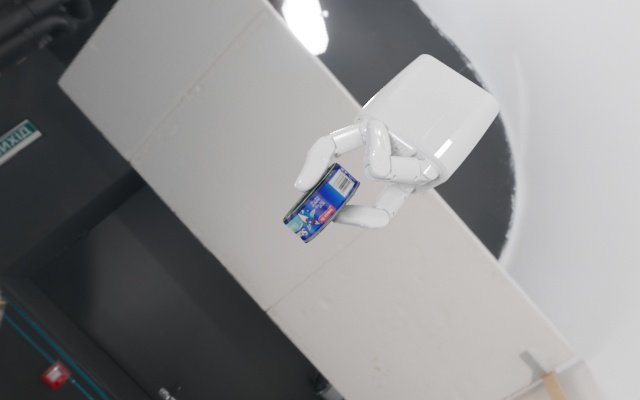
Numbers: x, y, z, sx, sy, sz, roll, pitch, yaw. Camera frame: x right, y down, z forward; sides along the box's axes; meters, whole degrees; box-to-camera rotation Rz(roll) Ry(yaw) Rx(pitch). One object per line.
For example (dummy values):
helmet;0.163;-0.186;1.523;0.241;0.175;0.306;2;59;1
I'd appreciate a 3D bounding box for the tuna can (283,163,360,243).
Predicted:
tuna can;0.000;0.001;0.496;0.034;0.086;0.086;42;-5;-5
